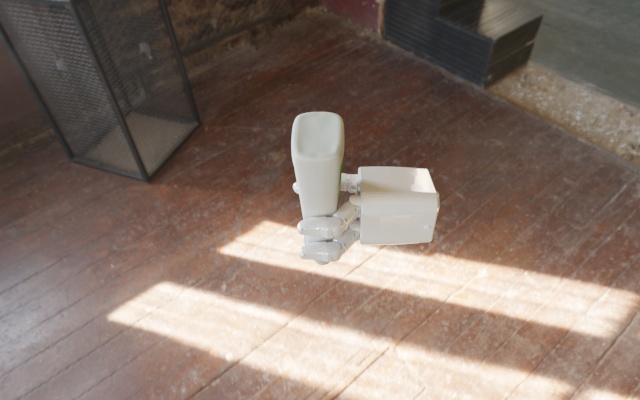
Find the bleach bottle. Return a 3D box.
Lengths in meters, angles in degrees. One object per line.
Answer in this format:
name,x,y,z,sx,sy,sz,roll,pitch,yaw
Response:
bleach bottle,0.000,0.002,0.694,0.068,0.102,0.251,0,-43,3
